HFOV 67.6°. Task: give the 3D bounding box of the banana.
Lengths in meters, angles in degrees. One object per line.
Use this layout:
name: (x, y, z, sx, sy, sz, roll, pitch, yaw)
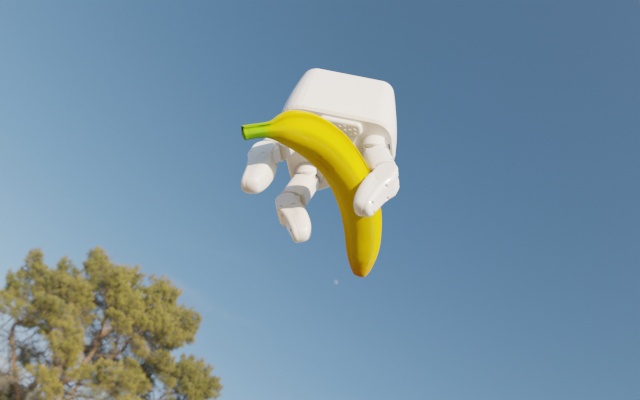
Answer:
banana: (0.014, -0.011, 0.424, 0.069, 0.198, 0.037, -32, 31, 9)
